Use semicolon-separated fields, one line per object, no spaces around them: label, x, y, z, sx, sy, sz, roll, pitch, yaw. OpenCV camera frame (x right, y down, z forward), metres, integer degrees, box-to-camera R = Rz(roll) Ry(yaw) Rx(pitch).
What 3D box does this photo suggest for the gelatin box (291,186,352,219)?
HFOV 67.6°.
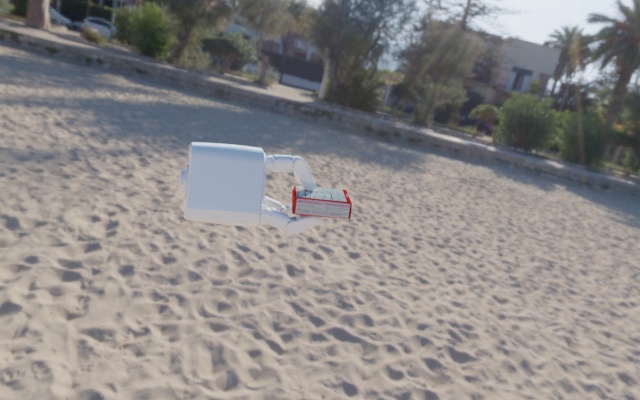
gelatin box;0.001;0.002;0.741;0.089;0.030;0.073;5;16;-5
